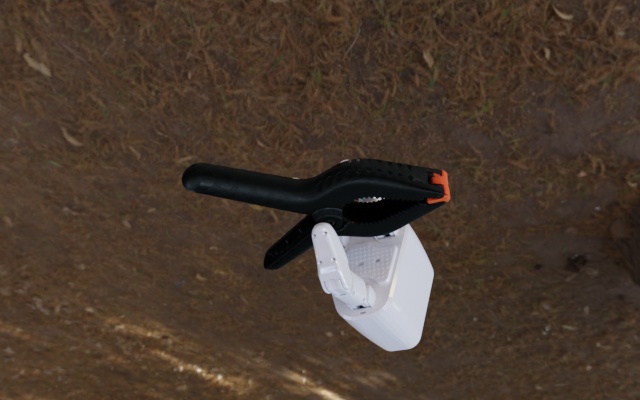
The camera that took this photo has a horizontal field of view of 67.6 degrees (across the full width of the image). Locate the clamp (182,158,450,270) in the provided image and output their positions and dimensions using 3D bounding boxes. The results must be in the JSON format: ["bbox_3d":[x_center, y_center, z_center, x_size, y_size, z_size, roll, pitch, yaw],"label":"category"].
[{"bbox_3d":[0.001,0.002,0.409,0.210,0.036,0.165,-15,-37,23],"label":"clamp"}]
